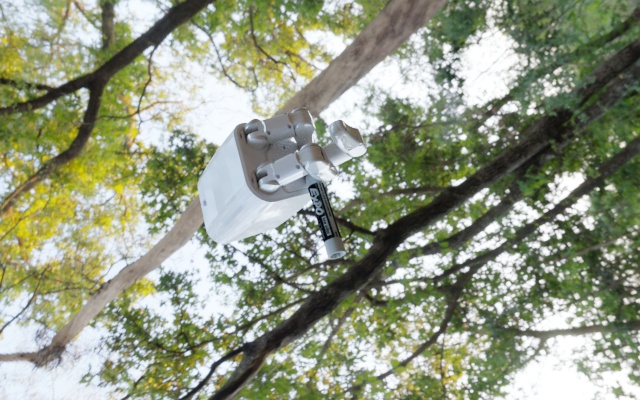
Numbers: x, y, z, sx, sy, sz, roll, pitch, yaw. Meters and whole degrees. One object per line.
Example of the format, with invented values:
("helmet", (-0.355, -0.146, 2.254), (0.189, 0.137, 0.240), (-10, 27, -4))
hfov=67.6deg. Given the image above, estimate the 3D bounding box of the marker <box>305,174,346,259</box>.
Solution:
("marker", (0.000, 0.002, 0.489), (0.020, 0.121, 0.020), (-14, -26, -7))
